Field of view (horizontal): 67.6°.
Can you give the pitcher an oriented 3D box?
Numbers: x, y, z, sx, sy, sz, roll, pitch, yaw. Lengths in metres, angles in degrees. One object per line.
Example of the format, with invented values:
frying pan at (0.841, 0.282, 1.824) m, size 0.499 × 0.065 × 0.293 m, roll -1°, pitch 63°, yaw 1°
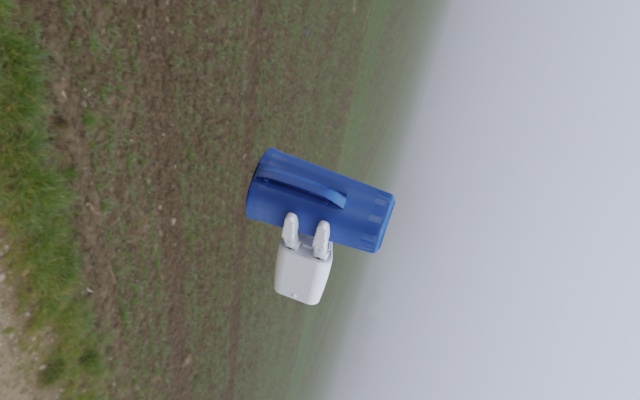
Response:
pitcher at (0.000, 0.003, 0.825) m, size 0.243 × 0.145 × 0.149 m, roll 18°, pitch 31°, yaw 8°
